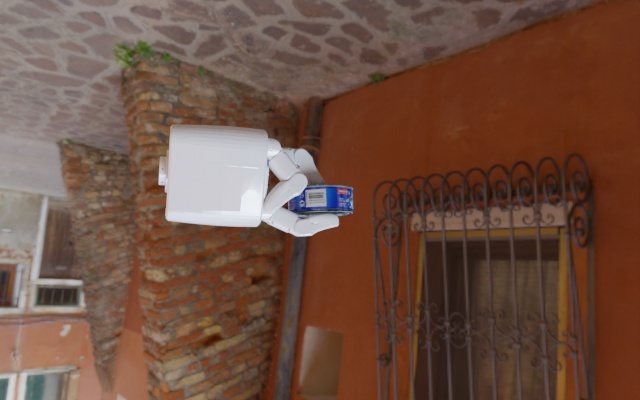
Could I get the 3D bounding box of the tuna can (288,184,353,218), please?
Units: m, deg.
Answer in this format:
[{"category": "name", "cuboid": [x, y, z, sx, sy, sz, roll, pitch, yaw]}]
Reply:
[{"category": "tuna can", "cuboid": [0.000, 0.003, 0.620, 0.086, 0.033, 0.086, -2, -7, 0]}]
